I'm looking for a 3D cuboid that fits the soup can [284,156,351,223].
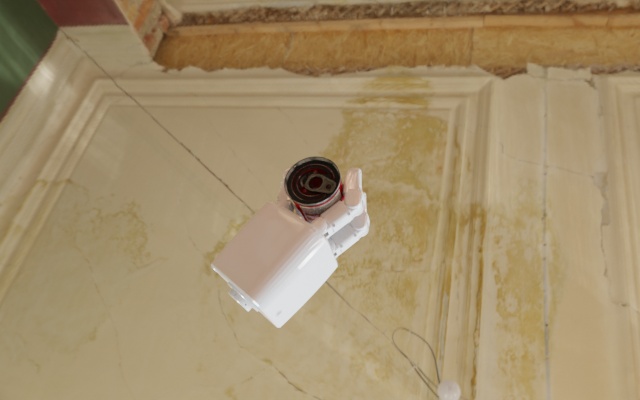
[{"bbox_3d":[0.000,0.002,0.599,0.068,0.068,0.102,0,-31,13],"label":"soup can"}]
